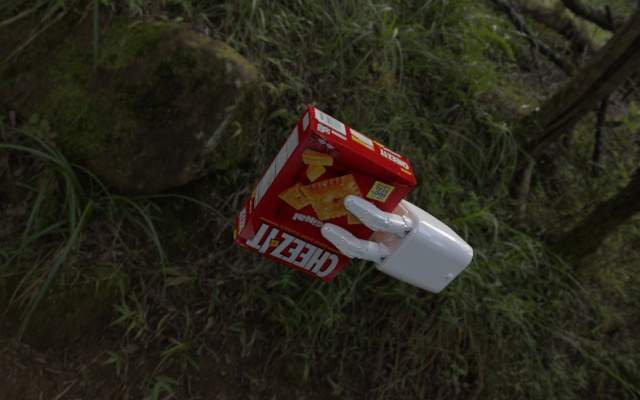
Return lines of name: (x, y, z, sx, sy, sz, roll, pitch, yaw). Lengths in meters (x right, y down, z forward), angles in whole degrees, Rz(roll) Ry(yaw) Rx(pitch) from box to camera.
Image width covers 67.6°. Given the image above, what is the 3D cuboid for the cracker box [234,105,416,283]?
cracker box: (0.000, 0.002, 0.662, 0.164, 0.214, 0.072, 26, 30, -20)
